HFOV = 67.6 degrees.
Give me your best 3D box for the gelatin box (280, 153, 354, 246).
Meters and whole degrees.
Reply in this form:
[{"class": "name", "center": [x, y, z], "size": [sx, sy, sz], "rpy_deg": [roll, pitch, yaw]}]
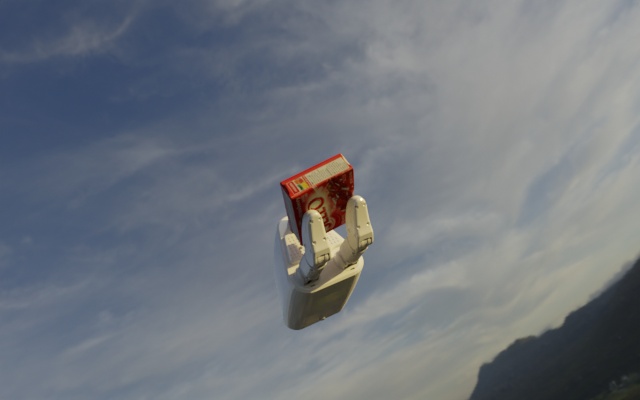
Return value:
[{"class": "gelatin box", "center": [0.000, 0.001, 0.514], "size": [0.073, 0.030, 0.089], "rpy_deg": [-26, -37, -15]}]
